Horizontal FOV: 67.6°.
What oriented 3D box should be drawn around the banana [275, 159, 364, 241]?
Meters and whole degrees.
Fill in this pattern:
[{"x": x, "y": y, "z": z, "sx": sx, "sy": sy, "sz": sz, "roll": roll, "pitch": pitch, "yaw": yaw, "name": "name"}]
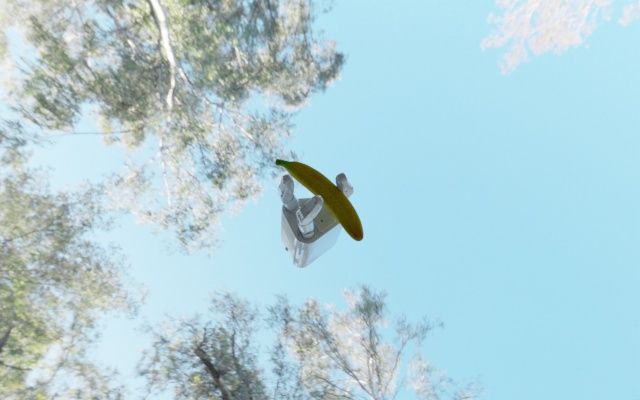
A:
[{"x": 0.008, "y": -0.006, "z": 0.812, "sx": 0.197, "sy": 0.037, "sz": 0.069, "roll": 42, "pitch": 38, "yaw": 14, "name": "banana"}]
